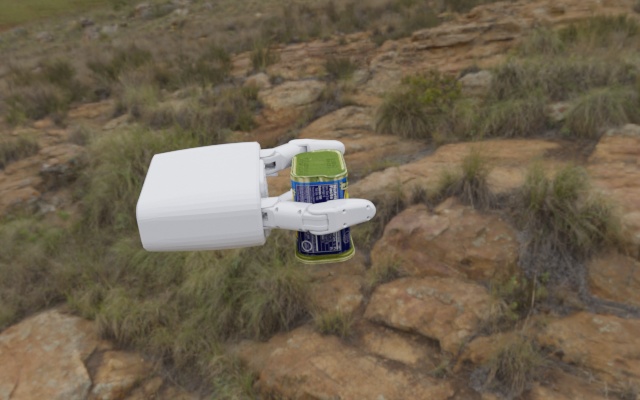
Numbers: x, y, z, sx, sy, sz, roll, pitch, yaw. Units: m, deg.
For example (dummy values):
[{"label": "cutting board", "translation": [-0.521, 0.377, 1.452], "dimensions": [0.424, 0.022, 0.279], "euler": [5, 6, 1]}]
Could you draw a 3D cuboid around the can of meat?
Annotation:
[{"label": "can of meat", "translation": [0.000, 0.001, 0.470], "dimensions": [0.057, 0.084, 0.102], "euler": [-5, 20, -1]}]
